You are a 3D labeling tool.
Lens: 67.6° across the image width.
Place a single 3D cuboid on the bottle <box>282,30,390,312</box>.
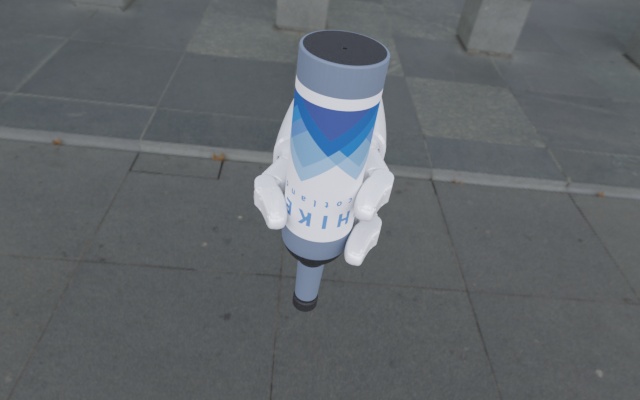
[{"bbox_3d":[0.000,0.001,0.438,0.069,0.296,0.069,5,40,-4],"label":"bottle"}]
